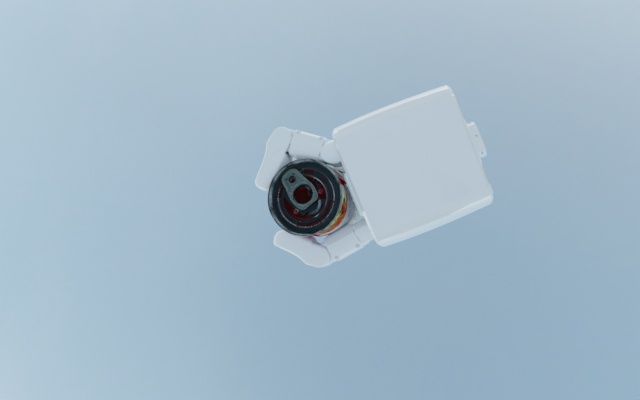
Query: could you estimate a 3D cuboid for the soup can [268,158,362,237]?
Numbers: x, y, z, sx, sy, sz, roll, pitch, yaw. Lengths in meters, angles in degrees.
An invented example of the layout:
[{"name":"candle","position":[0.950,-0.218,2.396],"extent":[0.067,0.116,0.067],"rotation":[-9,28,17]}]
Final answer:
[{"name":"soup can","position":[0.000,0.002,0.458],"extent":[0.068,0.068,0.102],"rotation":[0,-5,17]}]
